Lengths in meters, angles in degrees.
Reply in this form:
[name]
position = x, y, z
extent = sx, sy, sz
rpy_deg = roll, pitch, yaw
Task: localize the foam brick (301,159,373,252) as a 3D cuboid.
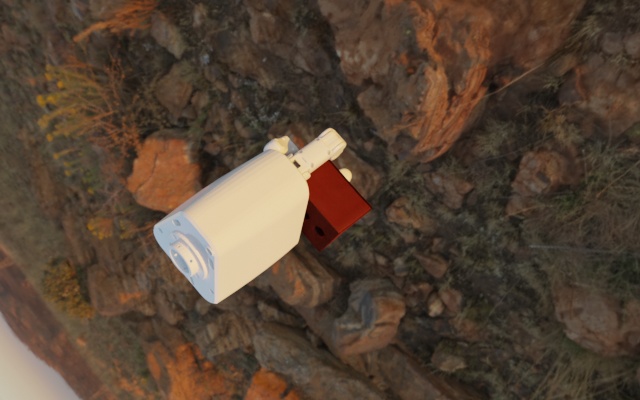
[foam brick]
position = 0.000, 0.002, 0.473
extent = 0.051, 0.078, 0.053
rpy_deg = -38, -6, -35
